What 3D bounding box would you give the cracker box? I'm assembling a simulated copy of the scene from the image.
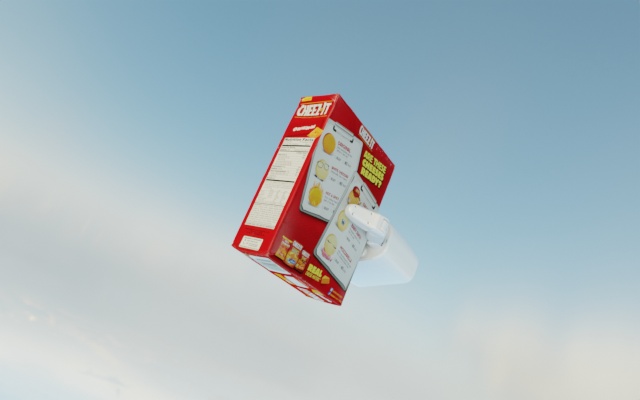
[{"bbox_3d":[0.000,0.002,0.602,0.072,0.213,0.164,7,-25,39],"label":"cracker box"}]
